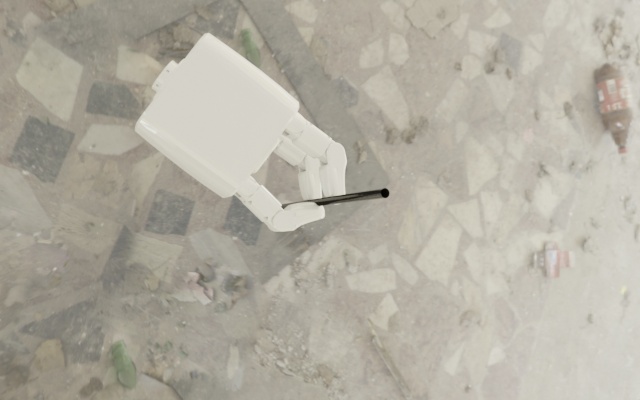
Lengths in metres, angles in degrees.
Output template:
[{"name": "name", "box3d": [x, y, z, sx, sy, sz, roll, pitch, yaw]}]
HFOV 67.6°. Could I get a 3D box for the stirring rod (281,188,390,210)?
[{"name": "stirring rod", "box3d": [0.000, 0.002, 0.484, 0.011, 0.011, 0.239, 0, -4, -25]}]
